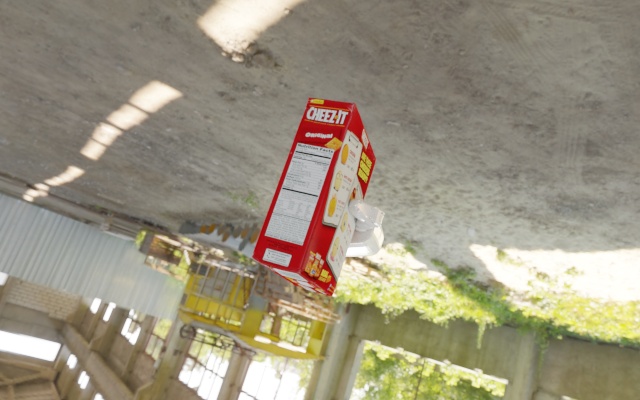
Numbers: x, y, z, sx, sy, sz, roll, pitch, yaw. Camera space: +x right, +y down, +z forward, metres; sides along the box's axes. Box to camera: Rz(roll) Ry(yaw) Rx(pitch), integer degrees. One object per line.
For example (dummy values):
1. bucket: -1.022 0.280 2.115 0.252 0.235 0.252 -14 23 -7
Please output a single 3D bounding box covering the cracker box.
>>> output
1. cracker box: 0.000 0.002 0.618 0.072 0.213 0.164 13 -16 19
